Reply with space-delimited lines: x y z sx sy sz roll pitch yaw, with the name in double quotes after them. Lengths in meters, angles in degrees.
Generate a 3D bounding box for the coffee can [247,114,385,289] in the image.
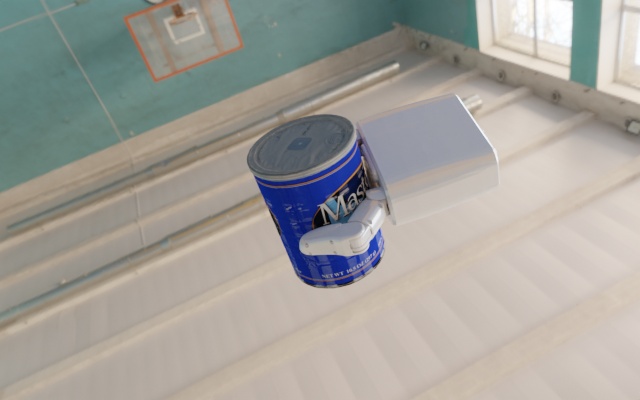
0.000 0.002 0.471 0.103 0.140 0.102 -13 35 9 "coffee can"
